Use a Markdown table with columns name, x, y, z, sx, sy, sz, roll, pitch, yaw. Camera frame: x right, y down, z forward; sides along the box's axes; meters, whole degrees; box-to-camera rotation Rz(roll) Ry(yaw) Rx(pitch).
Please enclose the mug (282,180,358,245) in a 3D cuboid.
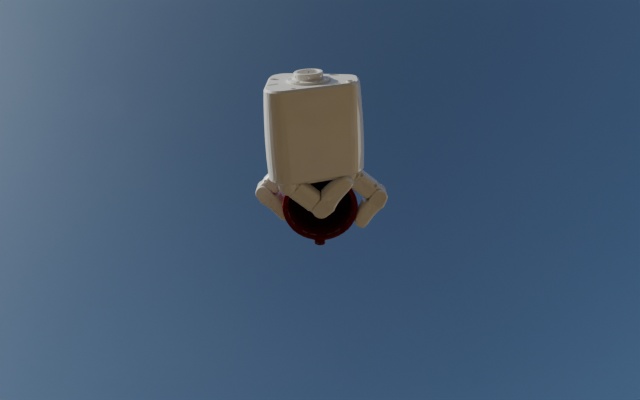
| name | x | y | z | sx | sy | sz | roll | pitch | yaw |
| --- | --- | --- | --- | --- | --- | --- | --- | --- | --- |
| mug | 0.000 | 0.003 | 0.629 | 0.093 | 0.117 | 0.081 | -2 | 27 | 1 |
